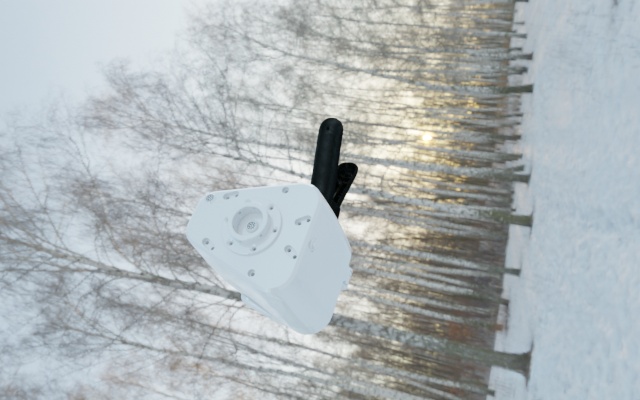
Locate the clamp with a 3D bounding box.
[{"bbox_3d":[-0.001,0.002,0.503,0.039,0.171,0.120,8,-27,22],"label":"clamp"}]
